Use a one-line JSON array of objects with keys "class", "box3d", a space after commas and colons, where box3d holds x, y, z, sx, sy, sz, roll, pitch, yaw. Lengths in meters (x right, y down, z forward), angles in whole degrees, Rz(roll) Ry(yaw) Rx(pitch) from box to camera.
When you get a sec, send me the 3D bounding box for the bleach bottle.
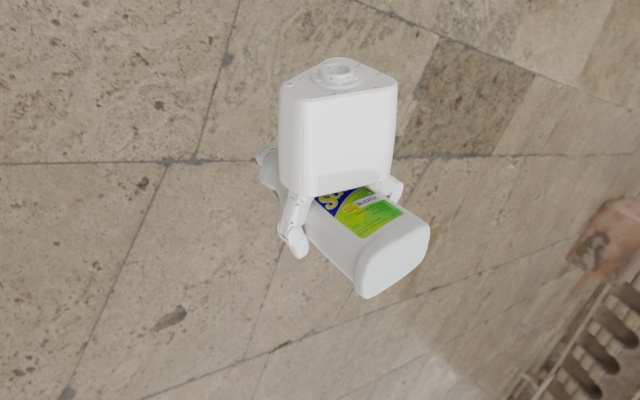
[{"class": "bleach bottle", "box3d": [0.000, 0.002, 0.555, 0.102, 0.068, 0.250, -26, 45, -32]}]
